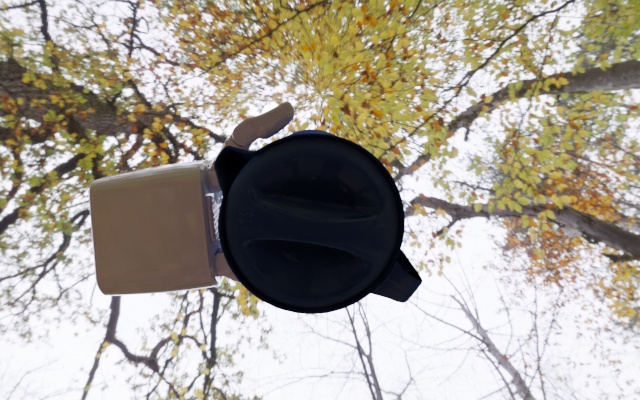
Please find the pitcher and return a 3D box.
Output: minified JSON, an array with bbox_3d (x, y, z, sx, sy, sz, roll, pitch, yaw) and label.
[{"bbox_3d":[0.000,0.001,0.450,0.145,0.149,0.242,-10,12,1],"label":"pitcher"}]
